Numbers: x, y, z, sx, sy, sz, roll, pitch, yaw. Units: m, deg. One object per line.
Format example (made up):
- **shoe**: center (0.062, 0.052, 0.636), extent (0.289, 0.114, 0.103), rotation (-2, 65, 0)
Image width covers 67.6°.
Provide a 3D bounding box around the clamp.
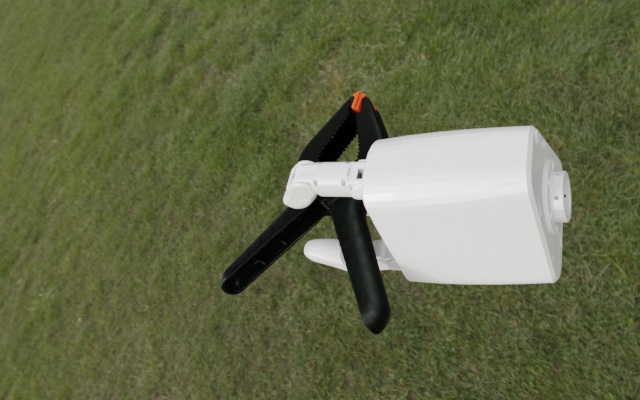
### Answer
- **clamp**: center (0.000, 0.000, 0.411), extent (0.164, 0.210, 0.036), rotation (-2, -29, 34)
